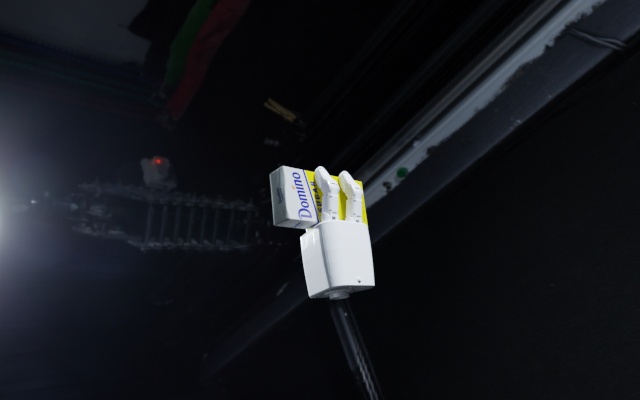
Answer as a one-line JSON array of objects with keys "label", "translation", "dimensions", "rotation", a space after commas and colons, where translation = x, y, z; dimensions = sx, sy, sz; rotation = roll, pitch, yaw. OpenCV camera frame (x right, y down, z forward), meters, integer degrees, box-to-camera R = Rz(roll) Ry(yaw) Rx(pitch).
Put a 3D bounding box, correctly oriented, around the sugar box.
[{"label": "sugar box", "translation": [0.001, 0.003, 0.815], "dimensions": [0.176, 0.093, 0.048], "rotation": [9, -24, -41]}]
